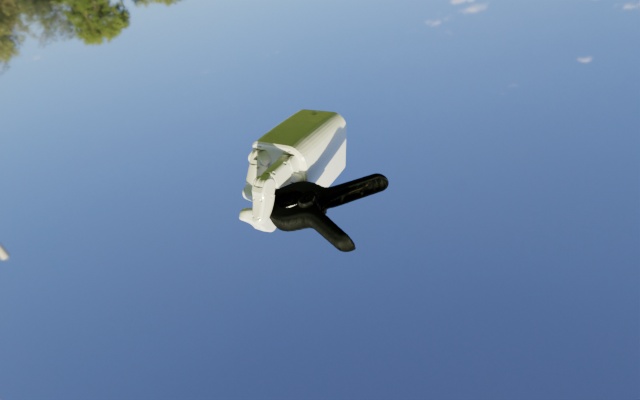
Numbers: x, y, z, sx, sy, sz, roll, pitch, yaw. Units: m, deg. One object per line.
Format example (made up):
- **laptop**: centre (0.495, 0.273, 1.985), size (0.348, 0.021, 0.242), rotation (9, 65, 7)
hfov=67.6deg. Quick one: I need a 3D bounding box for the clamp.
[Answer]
- **clamp**: centre (0.000, 0.002, 0.603), size (0.171, 0.039, 0.120), rotation (14, 45, 37)
